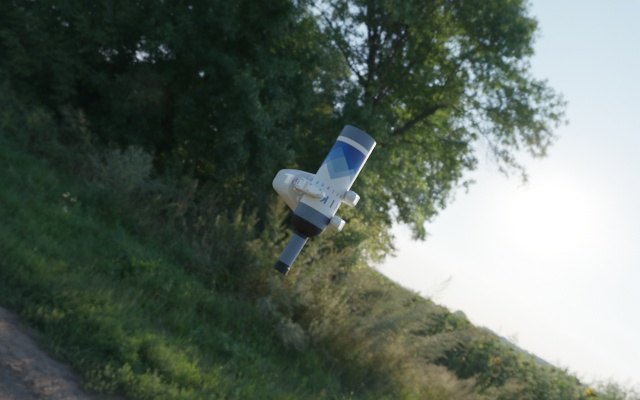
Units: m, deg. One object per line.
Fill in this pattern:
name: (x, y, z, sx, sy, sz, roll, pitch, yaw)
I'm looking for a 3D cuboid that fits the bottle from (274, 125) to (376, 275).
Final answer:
bottle: (0.000, 0.003, 0.883, 0.069, 0.295, 0.069, 30, -5, 3)
